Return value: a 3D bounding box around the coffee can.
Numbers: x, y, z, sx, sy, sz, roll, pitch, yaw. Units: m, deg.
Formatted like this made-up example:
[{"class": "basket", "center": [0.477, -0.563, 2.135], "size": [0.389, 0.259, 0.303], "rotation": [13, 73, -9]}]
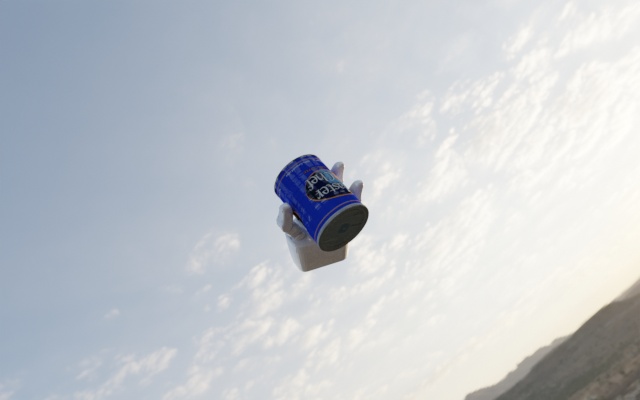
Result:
[{"class": "coffee can", "center": [0.000, 0.003, 0.816], "size": [0.103, 0.103, 0.140], "rotation": [0, 40, -47]}]
